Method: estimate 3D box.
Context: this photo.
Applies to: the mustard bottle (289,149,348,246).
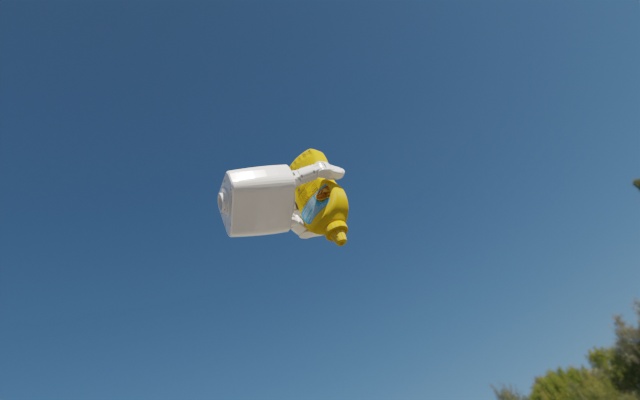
[{"bbox_3d":[0.000,0.003,0.851,0.058,0.191,0.096,16,-54,-42],"label":"mustard bottle"}]
